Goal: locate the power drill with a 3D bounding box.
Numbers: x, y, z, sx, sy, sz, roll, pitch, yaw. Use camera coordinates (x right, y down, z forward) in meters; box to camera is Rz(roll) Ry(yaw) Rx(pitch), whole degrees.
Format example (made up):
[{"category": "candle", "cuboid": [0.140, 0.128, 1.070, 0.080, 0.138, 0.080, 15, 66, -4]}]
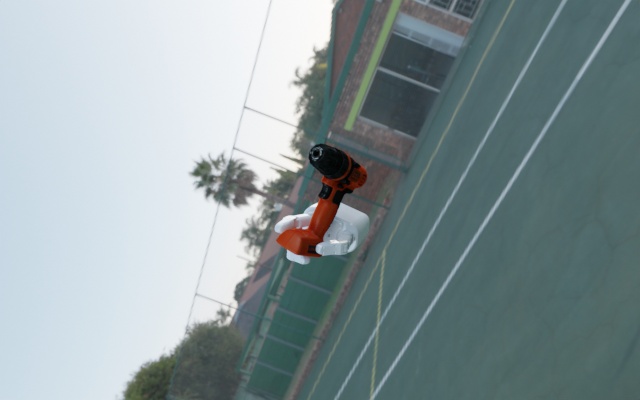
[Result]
[{"category": "power drill", "cuboid": [0.000, 0.003, 0.809, 0.057, 0.187, 0.184, 32, 5, 28]}]
